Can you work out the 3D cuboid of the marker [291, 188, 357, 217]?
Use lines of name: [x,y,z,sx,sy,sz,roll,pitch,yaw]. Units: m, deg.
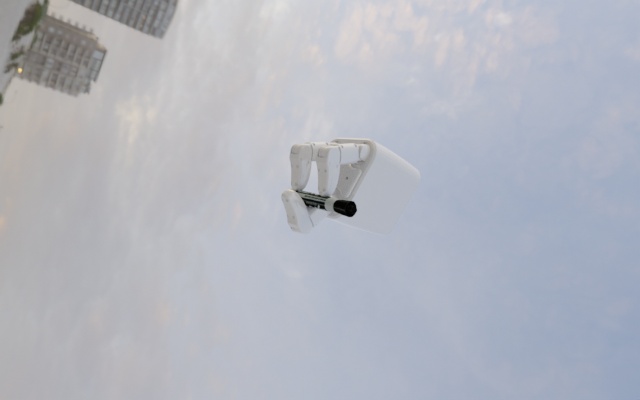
marker: [0.000,0.002,0.579,0.020,0.020,0.121,0,8,-40]
